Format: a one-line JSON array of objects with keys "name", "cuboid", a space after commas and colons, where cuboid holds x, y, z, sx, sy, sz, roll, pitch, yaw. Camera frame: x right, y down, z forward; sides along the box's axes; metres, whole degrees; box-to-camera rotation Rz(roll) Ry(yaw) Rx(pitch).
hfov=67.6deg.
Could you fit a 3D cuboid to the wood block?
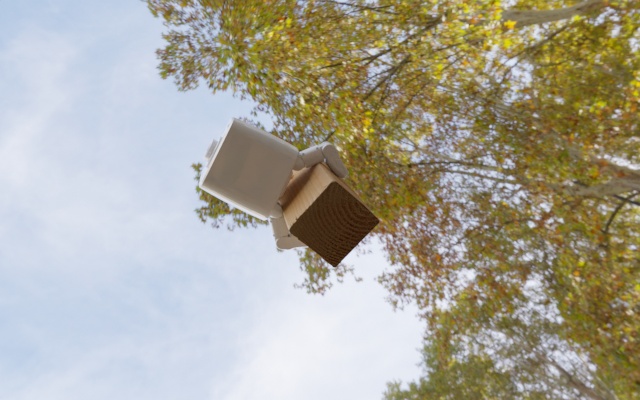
[{"name": "wood block", "cuboid": [0.000, 0.002, 0.713, 0.090, 0.091, 0.206, 41, 7, -20]}]
